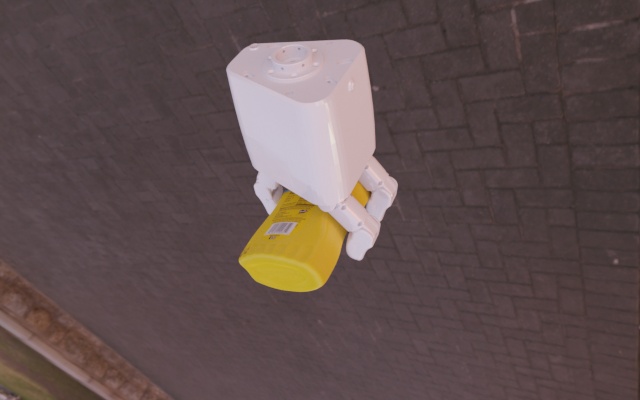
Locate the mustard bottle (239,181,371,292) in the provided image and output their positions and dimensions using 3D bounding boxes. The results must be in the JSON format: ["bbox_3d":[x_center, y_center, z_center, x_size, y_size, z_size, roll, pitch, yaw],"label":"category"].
[{"bbox_3d":[0.000,0.002,0.495,0.096,0.191,0.058,-5,-48,41],"label":"mustard bottle"}]
